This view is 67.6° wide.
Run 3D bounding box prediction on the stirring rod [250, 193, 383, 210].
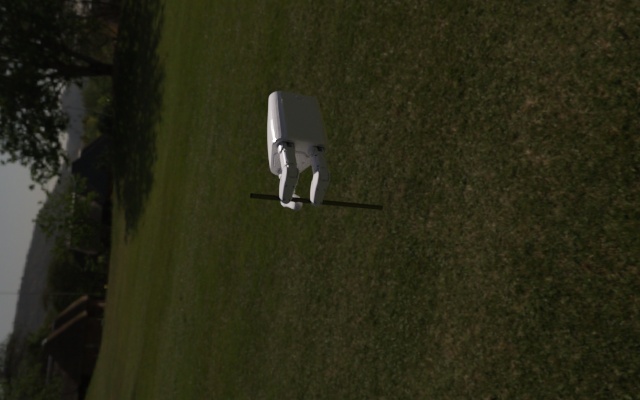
[{"bbox_3d":[0.000,0.003,0.796,0.239,0.011,0.011,5,-2,-25],"label":"stirring rod"}]
